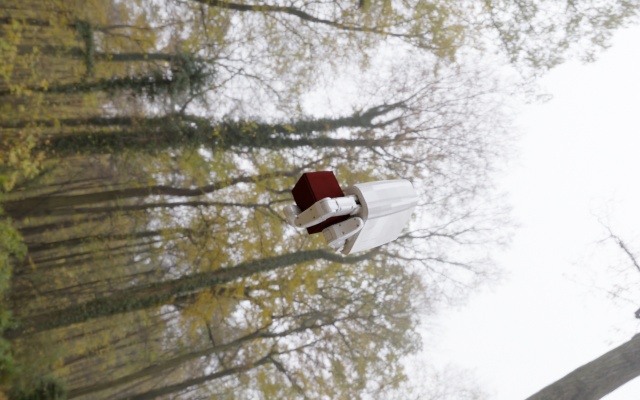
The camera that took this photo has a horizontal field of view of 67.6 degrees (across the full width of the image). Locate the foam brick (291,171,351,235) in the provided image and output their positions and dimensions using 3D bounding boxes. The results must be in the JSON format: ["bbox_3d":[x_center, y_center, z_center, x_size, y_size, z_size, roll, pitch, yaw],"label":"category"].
[{"bbox_3d":[0.000,0.002,0.702,0.051,0.078,0.053,-10,-23,-33],"label":"foam brick"}]
